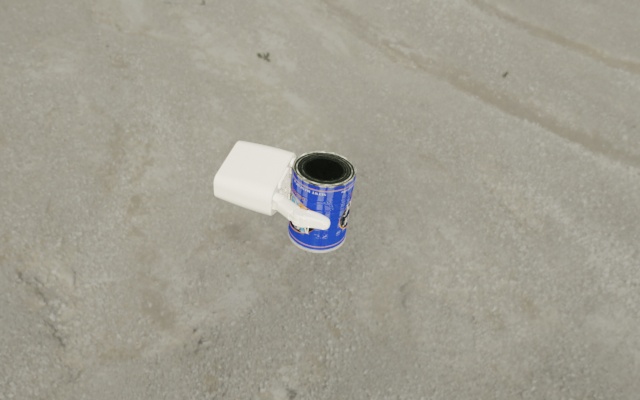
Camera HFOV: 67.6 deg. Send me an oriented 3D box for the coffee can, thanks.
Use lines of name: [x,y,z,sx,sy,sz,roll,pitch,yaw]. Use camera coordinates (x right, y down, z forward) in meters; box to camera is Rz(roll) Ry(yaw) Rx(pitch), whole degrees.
coffee can: [0.000,0.003,0.799,0.103,0.140,0.102,4,37,-3]
